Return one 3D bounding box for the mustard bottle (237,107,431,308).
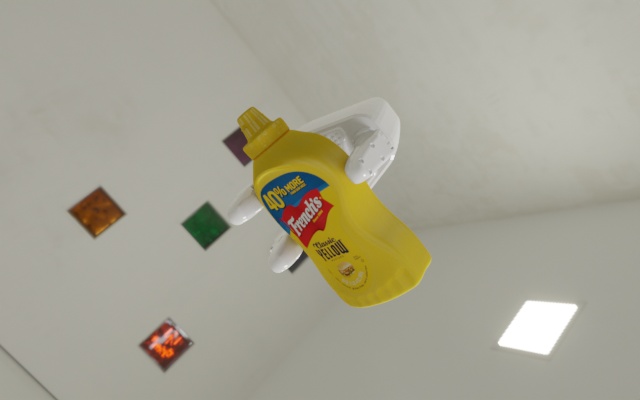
[{"bbox_3d":[0.000,0.002,0.400,0.096,0.191,0.058,-29,14,48],"label":"mustard bottle"}]
